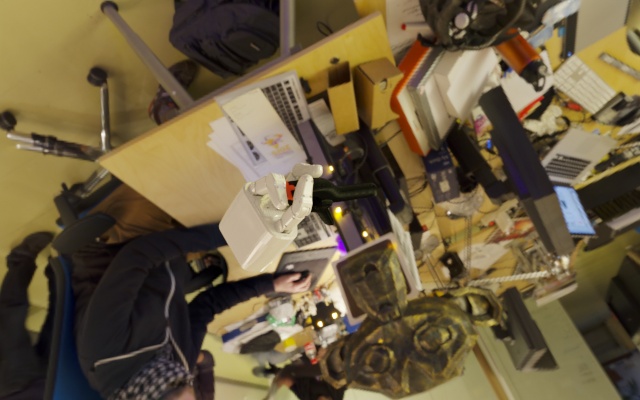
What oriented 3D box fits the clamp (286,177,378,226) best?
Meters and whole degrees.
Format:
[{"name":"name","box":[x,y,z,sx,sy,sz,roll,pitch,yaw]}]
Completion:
[{"name":"clamp","box":[0.000,0.003,0.783,0.171,0.039,0.120,8,-43,-38]}]
